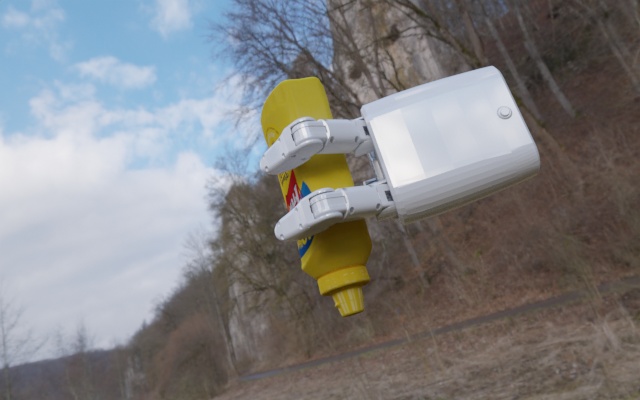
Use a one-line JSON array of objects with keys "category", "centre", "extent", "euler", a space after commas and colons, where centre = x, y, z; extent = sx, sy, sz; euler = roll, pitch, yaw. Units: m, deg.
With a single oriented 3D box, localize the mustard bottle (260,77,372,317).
[{"category": "mustard bottle", "centre": [0.000, 0.001, 0.401], "extent": [0.058, 0.191, 0.096], "euler": [-11, -19, -19]}]
